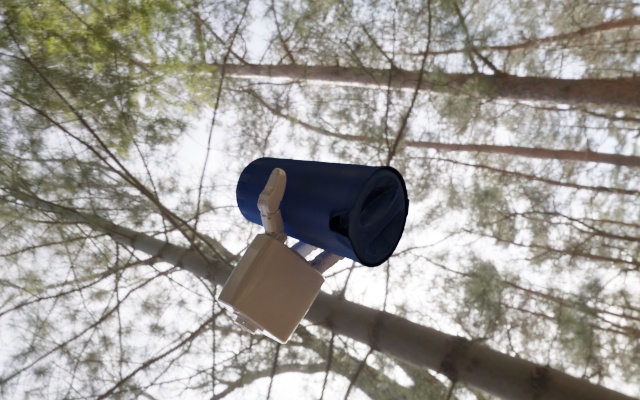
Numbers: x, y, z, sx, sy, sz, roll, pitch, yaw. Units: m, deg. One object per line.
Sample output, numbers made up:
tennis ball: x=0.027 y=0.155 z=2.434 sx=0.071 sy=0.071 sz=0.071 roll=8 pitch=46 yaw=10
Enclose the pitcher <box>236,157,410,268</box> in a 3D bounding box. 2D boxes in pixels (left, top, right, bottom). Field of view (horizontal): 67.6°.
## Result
pitcher: x=0.000 y=0.002 z=0.693 sx=0.243 sy=0.145 sz=0.149 roll=13 pitch=-29 yaw=40
